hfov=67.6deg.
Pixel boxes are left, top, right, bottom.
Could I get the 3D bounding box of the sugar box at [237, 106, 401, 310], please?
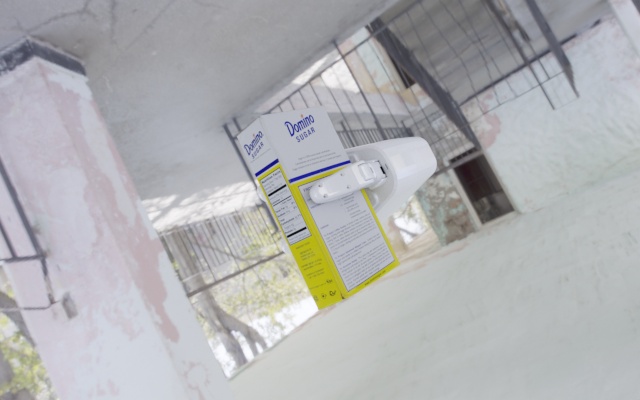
[{"bbox_3d":[0.000,0.002,0.449,0.048,0.176,0.093,-32,-7,42],"label":"sugar box"}]
